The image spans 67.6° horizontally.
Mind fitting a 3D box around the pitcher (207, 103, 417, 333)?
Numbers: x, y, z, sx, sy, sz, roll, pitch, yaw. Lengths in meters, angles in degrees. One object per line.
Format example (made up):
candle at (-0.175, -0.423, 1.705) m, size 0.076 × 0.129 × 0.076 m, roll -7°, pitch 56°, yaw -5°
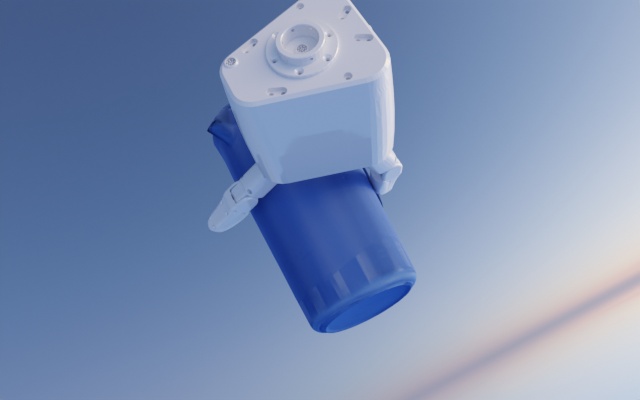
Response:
pitcher at (0.000, 0.002, 0.488) m, size 0.149 × 0.242 × 0.145 m, roll -25°, pitch -26°, yaw -7°
